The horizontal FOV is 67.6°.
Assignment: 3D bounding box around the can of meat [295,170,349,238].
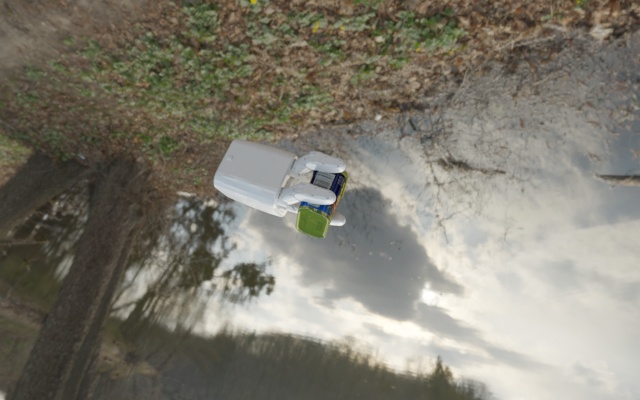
[{"bbox_3d":[0.000,0.003,0.749,0.057,0.084,0.102,20,-26,4],"label":"can of meat"}]
